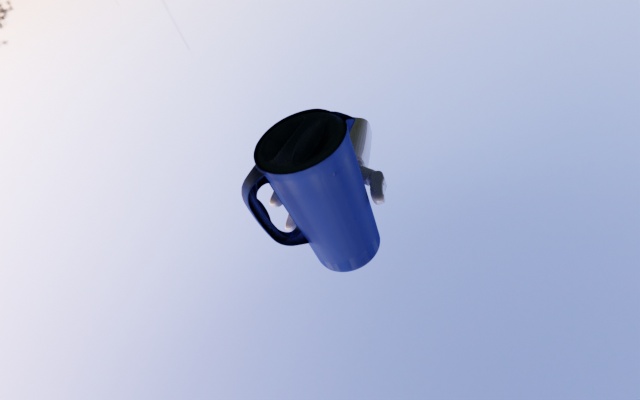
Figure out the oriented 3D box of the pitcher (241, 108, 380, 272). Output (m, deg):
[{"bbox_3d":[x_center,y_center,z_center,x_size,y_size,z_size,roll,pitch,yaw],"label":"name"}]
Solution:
[{"bbox_3d":[0.000,0.002,0.704,0.149,0.145,0.243,-6,-45,21],"label":"pitcher"}]
